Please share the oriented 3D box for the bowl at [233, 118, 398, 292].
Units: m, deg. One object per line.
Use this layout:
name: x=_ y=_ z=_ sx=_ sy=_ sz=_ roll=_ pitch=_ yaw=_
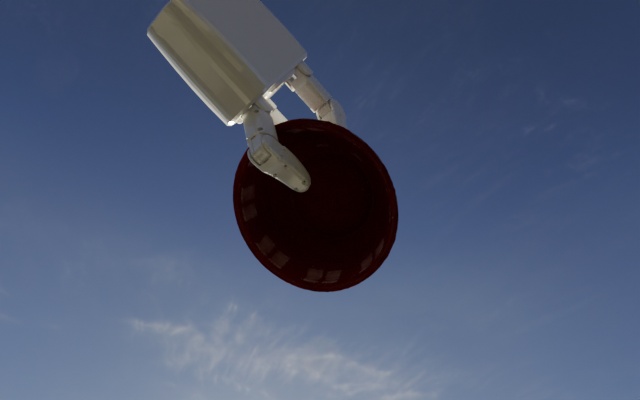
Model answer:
bowl: x=0.001 y=0.003 z=0.451 sx=0.162 sy=0.162 sz=0.055 roll=0 pitch=15 yaw=23
